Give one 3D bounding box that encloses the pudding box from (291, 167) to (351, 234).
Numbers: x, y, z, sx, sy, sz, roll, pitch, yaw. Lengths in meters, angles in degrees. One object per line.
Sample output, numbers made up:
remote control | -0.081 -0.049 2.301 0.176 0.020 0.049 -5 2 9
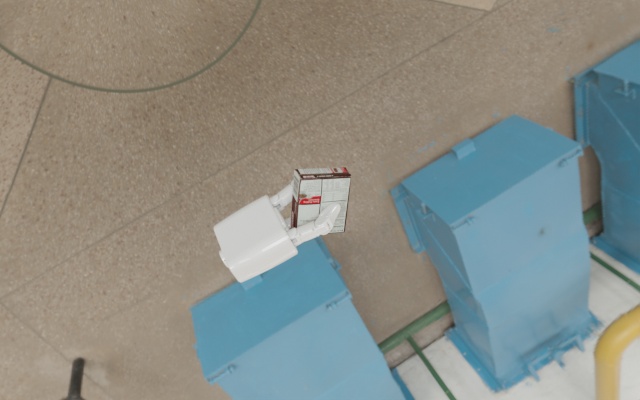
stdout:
pudding box | 0.000 0.003 0.797 0.090 0.114 0.039 -4 32 -17
